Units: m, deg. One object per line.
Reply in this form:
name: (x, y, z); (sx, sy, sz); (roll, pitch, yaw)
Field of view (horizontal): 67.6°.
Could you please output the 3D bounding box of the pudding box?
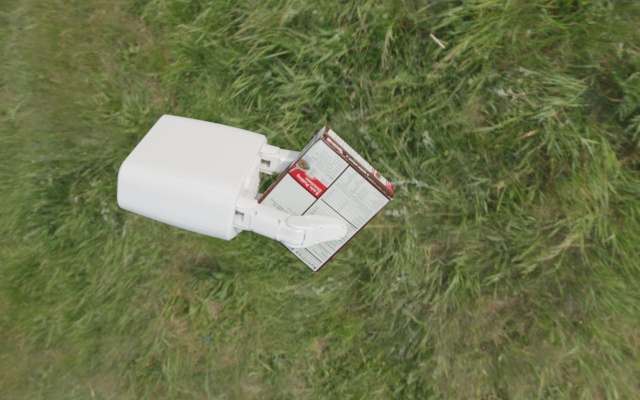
pudding box: (0.000, 0.002, 0.453); (0.090, 0.113, 0.039); (41, 24, -8)
